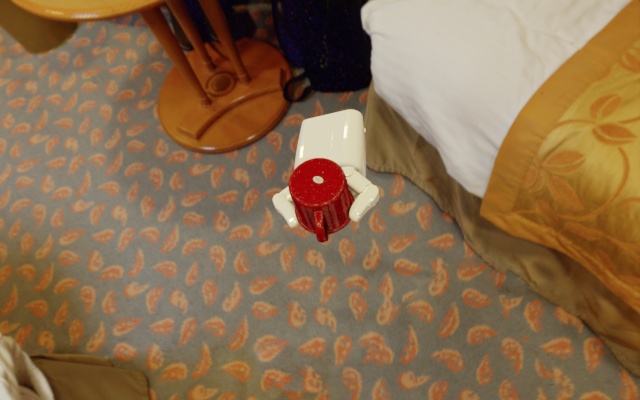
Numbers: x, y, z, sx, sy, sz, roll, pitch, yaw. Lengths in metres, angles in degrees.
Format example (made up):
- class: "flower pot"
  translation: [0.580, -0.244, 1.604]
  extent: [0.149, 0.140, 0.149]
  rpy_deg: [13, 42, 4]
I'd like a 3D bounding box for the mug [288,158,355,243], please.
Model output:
- class: "mug"
  translation: [0.000, 0.003, 0.684]
  extent: [0.093, 0.117, 0.081]
  rpy_deg: [-2, -28, 9]
